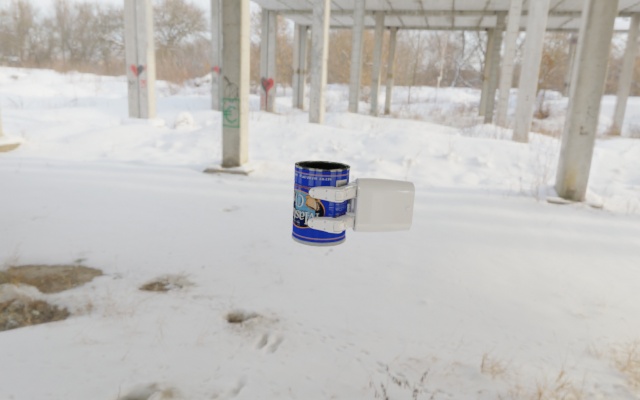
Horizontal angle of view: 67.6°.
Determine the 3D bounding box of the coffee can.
[{"bbox_3d":[0.000,0.003,0.882,0.103,0.140,0.102,3,13,-1],"label":"coffee can"}]
